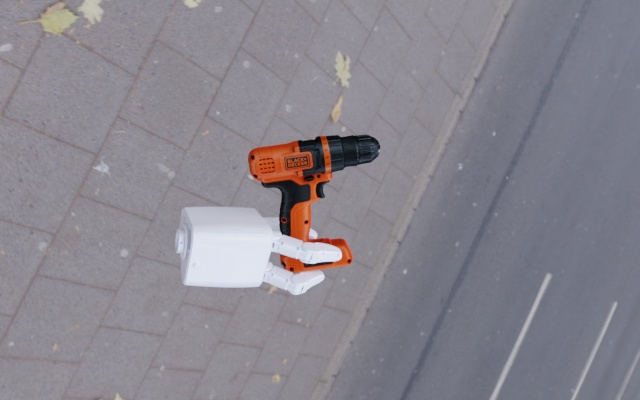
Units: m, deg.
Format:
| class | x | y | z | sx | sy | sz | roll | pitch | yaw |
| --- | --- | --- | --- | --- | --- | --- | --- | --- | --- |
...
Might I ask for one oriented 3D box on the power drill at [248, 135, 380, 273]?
| class | x | y | z | sx | sy | sz | roll | pitch | yaw |
| --- | --- | --- | --- | --- | --- | --- | --- | --- | --- |
| power drill | 0.000 | 0.003 | 0.682 | 0.184 | 0.188 | 0.057 | -8 | 15 | -3 |
